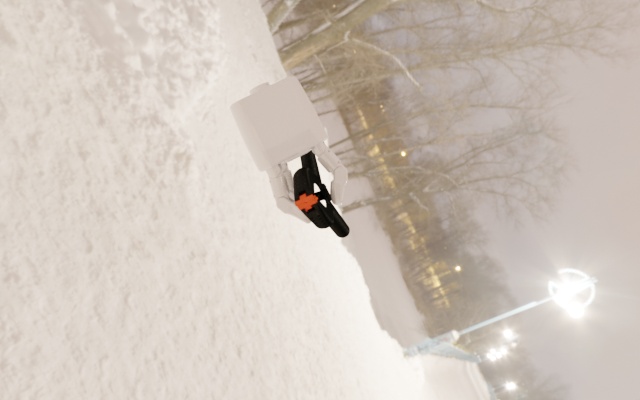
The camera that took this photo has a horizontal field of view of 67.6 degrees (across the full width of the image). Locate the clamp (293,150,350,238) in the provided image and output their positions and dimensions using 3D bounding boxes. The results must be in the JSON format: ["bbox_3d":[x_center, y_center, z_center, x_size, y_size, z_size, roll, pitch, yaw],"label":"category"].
[{"bbox_3d":[0.001,0.002,0.727,0.036,0.164,0.210,-26,8,9],"label":"clamp"}]
